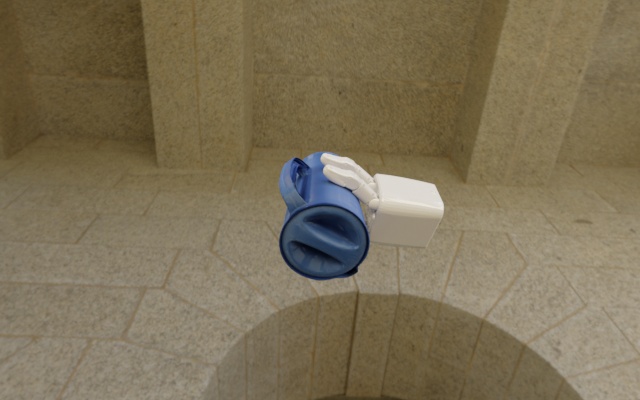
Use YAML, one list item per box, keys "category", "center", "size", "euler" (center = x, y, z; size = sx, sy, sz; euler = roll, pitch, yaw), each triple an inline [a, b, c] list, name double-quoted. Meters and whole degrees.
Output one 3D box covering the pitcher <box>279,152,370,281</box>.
- category: "pitcher"
  center: [0.000, 0.003, 0.792]
  size: [0.145, 0.149, 0.242]
  euler: [9, 27, -5]
